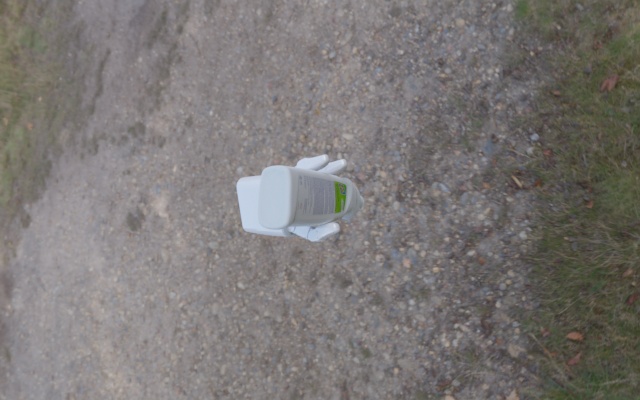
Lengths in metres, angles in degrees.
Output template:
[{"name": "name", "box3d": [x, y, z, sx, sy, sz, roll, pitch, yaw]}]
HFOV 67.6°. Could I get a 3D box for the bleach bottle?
[{"name": "bleach bottle", "box3d": [0.000, 0.003, 0.828, 0.068, 0.102, 0.251, 1, -4, 36]}]
